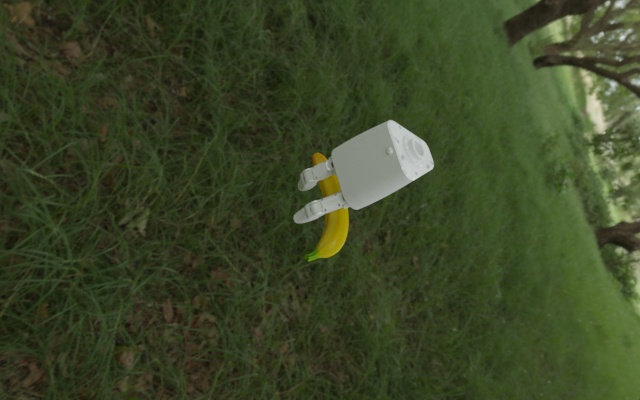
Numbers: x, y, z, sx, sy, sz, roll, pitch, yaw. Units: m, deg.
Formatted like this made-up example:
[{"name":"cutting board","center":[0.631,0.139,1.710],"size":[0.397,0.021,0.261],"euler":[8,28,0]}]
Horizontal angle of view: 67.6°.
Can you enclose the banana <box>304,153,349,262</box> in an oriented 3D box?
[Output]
[{"name":"banana","center":[0.015,0.012,0.774],"size":[0.070,0.197,0.037],"euler":[24,-37,-31]}]
